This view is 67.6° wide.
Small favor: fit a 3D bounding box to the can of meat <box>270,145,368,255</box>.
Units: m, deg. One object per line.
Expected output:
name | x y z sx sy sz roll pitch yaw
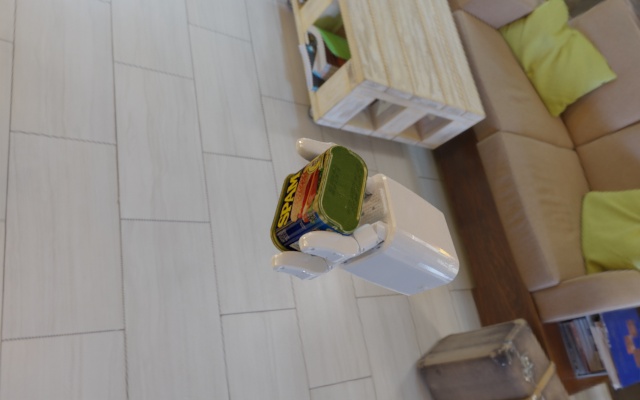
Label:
can of meat | 0.000 0.001 0.498 0.057 0.102 0.084 31 -38 -24
